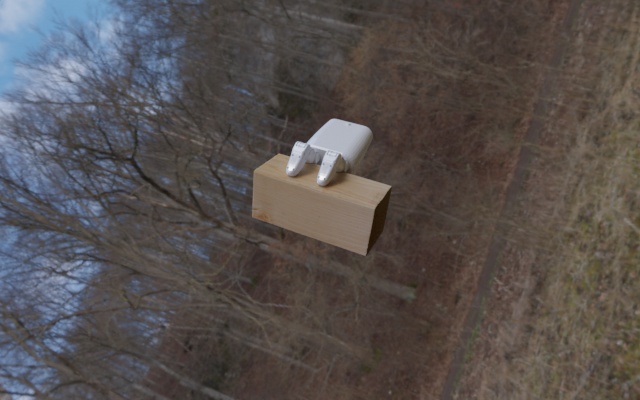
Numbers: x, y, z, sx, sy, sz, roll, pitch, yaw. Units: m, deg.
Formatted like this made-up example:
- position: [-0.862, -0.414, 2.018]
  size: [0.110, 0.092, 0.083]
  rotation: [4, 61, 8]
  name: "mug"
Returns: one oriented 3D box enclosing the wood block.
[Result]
- position: [0.000, 0.003, 0.785]
  size: [0.206, 0.091, 0.090]
  rotation: [17, 31, 18]
  name: "wood block"
